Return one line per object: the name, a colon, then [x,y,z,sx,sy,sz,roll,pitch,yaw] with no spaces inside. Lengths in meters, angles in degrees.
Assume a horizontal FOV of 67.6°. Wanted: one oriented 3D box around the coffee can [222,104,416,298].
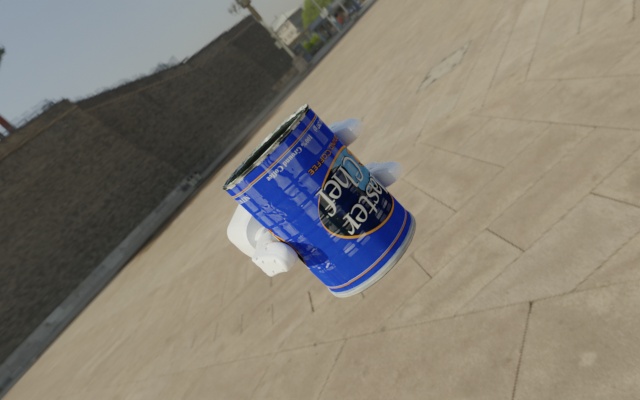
coffee can: [0.000,0.002,0.422,0.140,0.103,0.103,45,-14,-14]
